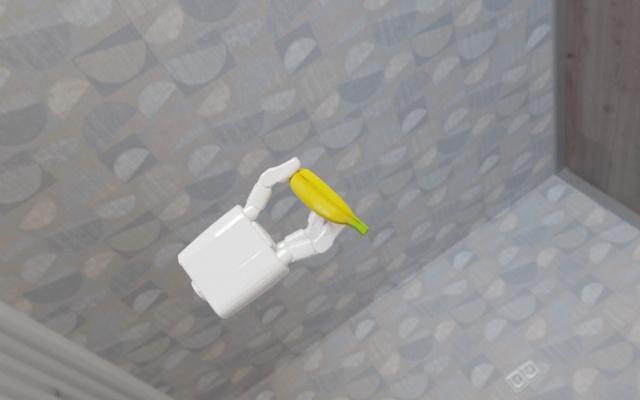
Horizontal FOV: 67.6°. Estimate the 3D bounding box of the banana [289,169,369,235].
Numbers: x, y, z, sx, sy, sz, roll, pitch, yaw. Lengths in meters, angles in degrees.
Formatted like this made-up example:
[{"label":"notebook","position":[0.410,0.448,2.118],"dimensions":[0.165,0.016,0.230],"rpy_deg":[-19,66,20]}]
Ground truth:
[{"label":"banana","position":[-0.009,-0.009,0.638],"dimensions":[0.070,0.037,0.197],"rpy_deg":[49,-3,-32]}]
